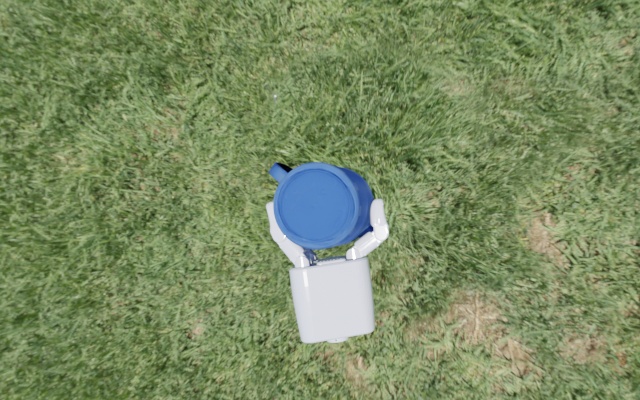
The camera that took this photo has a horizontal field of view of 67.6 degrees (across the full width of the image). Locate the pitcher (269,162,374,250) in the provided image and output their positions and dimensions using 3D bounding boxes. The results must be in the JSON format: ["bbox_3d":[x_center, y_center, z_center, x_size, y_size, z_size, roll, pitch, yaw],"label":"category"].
[{"bbox_3d":[0.000,0.002,0.696,0.149,0.145,0.243,-8,-2,7],"label":"pitcher"}]
